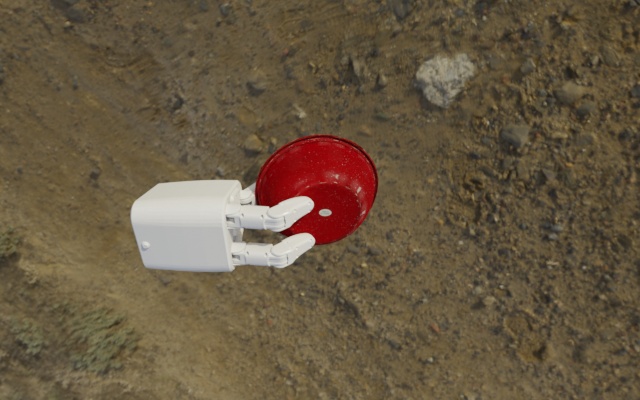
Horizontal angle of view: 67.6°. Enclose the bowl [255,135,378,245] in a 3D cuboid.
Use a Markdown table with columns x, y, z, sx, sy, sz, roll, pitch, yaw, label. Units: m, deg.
| x | y | z | sx | sy | sz | roll | pitch | yaw | label |
| --- | --- | --- | --- | --- | --- | --- | --- | --- | --- |
| 0.001 | 0.002 | 0.596 | 0.162 | 0.162 | 0.055 | 0 | 34 | -11 | bowl |
